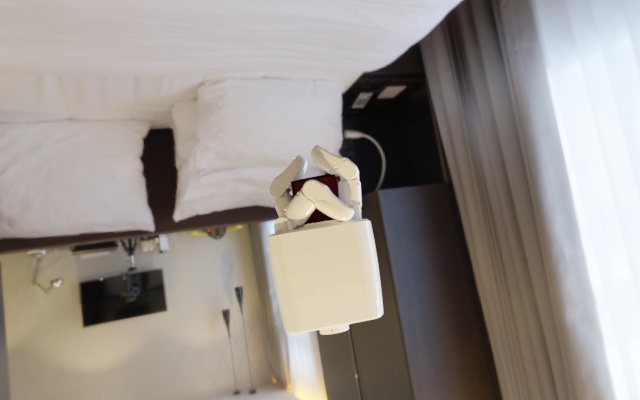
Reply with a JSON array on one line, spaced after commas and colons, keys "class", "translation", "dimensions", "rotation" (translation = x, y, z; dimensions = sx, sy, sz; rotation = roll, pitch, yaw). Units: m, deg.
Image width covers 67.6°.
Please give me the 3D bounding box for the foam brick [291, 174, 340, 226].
[{"class": "foam brick", "translation": [0.000, 0.002, 0.567], "dimensions": [0.053, 0.051, 0.078], "rotation": [-11, -6, 8]}]
